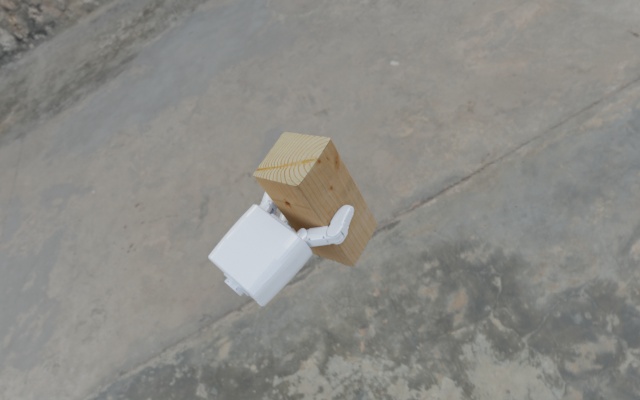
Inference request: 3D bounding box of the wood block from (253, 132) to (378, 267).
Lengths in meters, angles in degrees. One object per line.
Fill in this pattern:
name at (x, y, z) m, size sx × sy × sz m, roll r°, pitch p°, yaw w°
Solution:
wood block at (0.000, 0.003, 0.730) m, size 0.091 × 0.090 × 0.206 m, roll 14°, pitch -29°, yaw 37°
